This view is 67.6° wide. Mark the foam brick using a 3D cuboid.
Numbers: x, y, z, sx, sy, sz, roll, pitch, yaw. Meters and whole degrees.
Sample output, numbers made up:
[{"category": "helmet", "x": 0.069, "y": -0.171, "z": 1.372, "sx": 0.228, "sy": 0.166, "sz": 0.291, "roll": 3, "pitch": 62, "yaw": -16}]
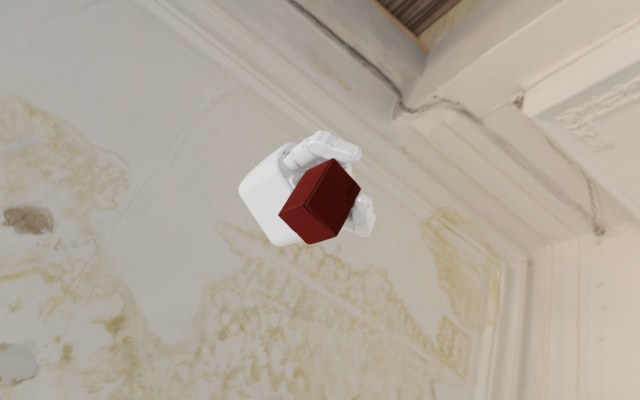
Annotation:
[{"category": "foam brick", "x": 0.000, "y": 0.002, "z": 0.533, "sx": 0.053, "sy": 0.078, "sz": 0.051, "roll": 46, "pitch": -39, "yaw": -20}]
